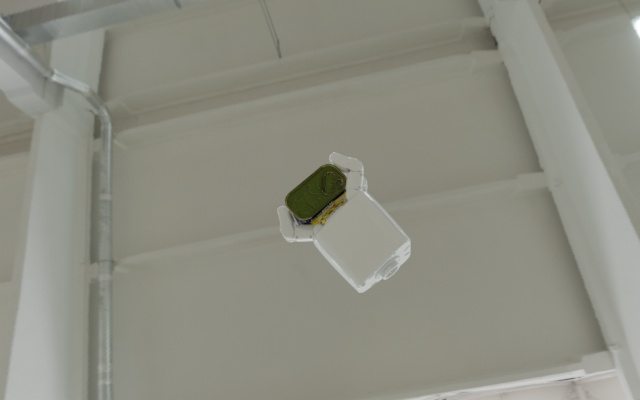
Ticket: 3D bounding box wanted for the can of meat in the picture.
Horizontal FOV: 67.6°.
[{"bbox_3d":[0.000,0.003,0.777,0.057,0.102,0.084,45,-10,25],"label":"can of meat"}]
